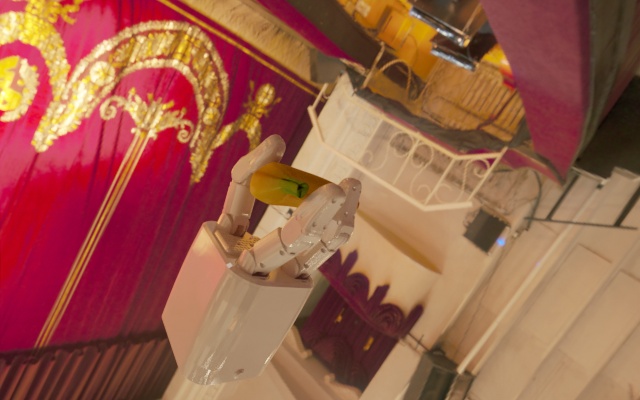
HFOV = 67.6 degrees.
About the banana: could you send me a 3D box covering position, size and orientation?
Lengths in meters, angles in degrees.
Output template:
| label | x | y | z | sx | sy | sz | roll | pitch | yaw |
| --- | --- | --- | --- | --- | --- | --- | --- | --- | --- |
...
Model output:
| label | x | y | z | sx | sy | sz | roll | pitch | yaw |
| --- | --- | --- | --- | --- | --- | --- | --- | --- | --- |
| banana | -0.017 | -0.007 | 0.449 | 0.069 | 0.037 | 0.198 | 28 | 6 | 16 |
